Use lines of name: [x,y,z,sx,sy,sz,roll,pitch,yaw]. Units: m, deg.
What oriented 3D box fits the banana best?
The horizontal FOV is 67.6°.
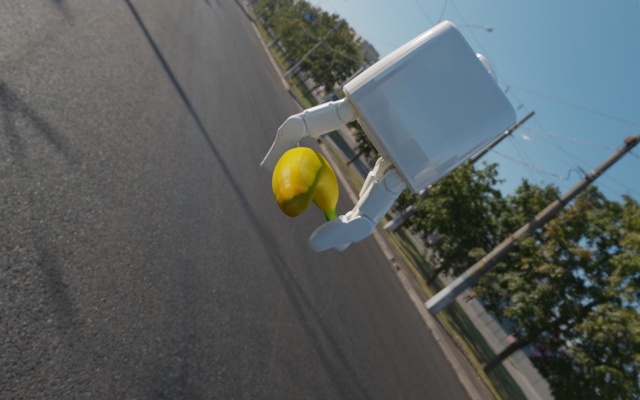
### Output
banana: [-0.008,-0.015,0.419,0.037,0.069,0.198,-29,-10,8]
